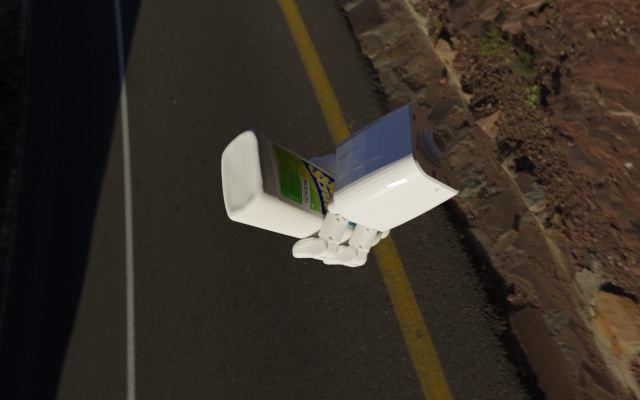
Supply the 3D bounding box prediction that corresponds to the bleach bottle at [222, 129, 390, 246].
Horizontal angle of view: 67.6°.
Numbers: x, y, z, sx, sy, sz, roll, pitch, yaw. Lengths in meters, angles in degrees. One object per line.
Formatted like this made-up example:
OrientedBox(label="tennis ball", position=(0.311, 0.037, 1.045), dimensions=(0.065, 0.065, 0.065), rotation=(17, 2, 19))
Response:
OrientedBox(label="bleach bottle", position=(0.000, 0.002, 0.590), dimensions=(0.068, 0.102, 0.251), rotation=(-30, -33, 34))
